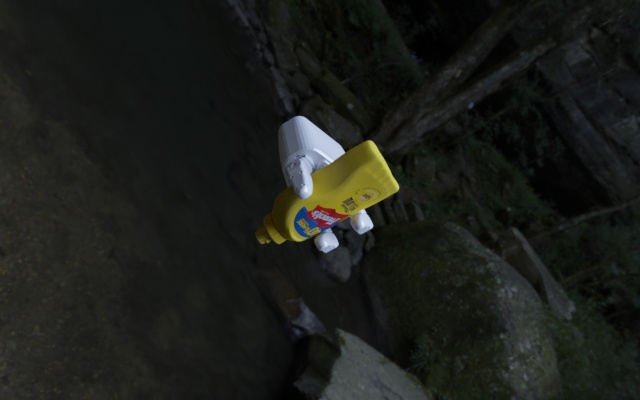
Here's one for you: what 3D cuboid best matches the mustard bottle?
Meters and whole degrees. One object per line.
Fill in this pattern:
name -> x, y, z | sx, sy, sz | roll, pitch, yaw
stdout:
mustard bottle -> 0.000, 0.002, 0.609 | 0.191, 0.058, 0.096 | -29, -30, 10
